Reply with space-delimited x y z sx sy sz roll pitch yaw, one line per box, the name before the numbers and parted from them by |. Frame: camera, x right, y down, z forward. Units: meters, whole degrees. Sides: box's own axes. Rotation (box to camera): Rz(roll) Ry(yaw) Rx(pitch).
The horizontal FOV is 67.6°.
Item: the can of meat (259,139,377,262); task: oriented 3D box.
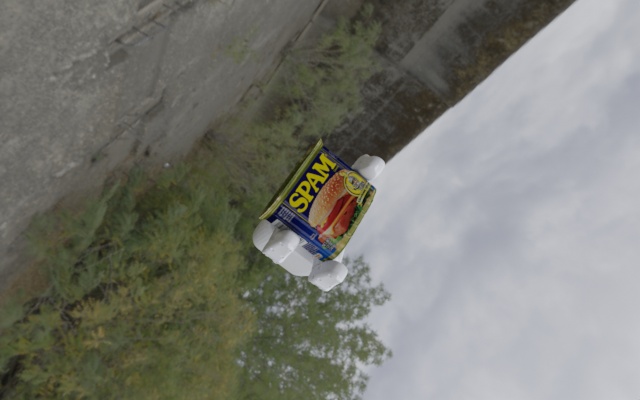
can of meat | 0.000 0.002 0.499 0.084 0.102 0.057 38 -26 -9
